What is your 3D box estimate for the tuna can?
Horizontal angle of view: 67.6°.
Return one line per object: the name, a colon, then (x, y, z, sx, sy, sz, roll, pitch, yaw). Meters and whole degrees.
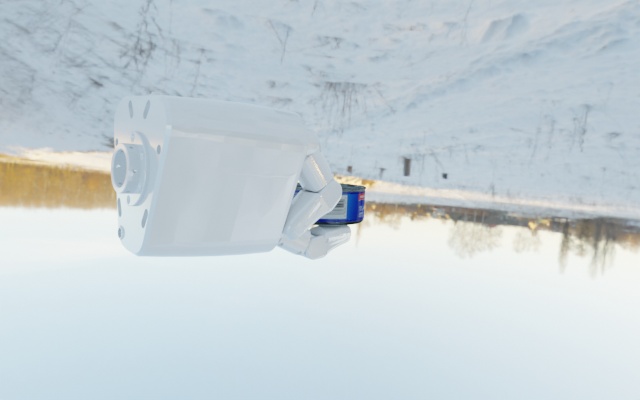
tuna can: (0.000, 0.002, 0.457, 0.086, 0.034, 0.086, 2, 6, 0)
